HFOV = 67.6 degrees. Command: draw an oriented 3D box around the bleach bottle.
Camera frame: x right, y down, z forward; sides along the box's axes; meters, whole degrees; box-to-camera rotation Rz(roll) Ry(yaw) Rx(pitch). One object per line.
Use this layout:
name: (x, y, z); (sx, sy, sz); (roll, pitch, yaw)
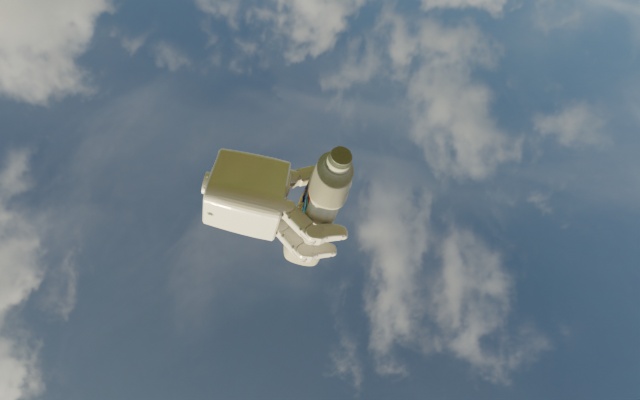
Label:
bleach bottle: (0.000, 0.002, 0.694); (0.068, 0.102, 0.251); (14, -34, -6)
